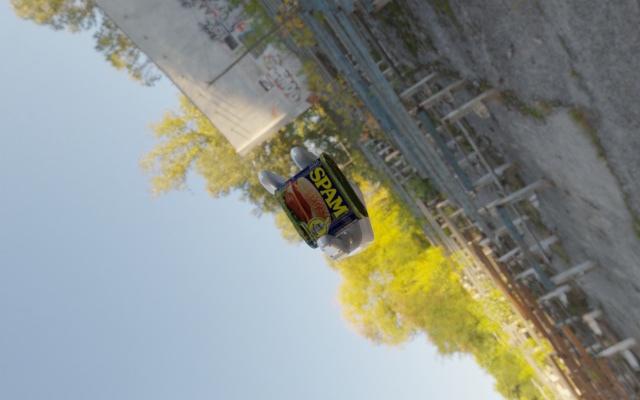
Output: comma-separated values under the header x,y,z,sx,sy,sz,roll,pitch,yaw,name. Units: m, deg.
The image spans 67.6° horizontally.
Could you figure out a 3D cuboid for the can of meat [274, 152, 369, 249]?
x,y,z,sx,sy,sz,roll,pitch,yaw,name
0.000,0.002,0.632,0.084,0.102,0.057,-35,-10,13,can of meat
